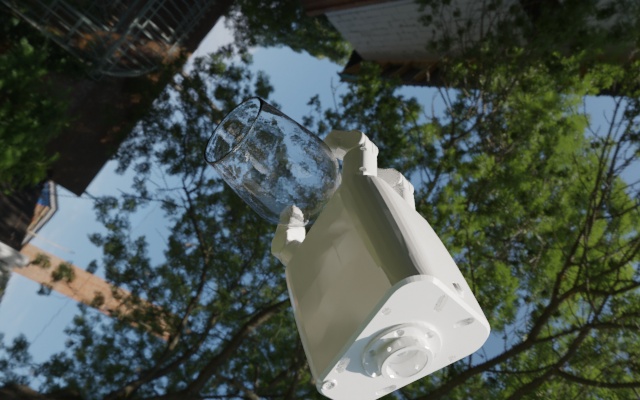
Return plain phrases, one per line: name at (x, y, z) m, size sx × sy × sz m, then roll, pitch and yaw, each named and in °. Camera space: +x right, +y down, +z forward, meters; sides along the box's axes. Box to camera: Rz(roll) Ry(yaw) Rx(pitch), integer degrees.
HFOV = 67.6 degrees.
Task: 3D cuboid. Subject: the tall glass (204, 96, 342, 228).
tall glass at (0.000, 0.002, 0.402) m, size 0.201 × 0.079 × 0.079 m, roll 40°, pitch -24°, yaw -32°
